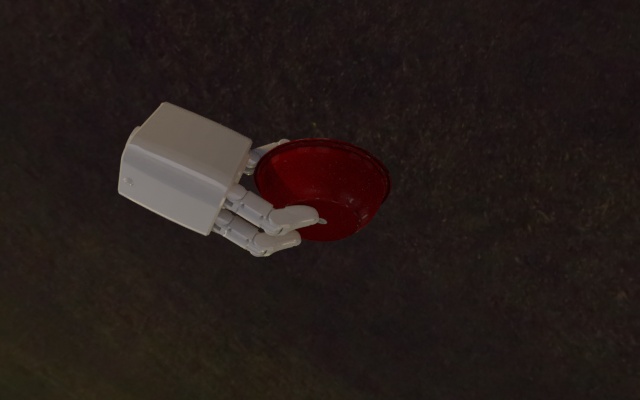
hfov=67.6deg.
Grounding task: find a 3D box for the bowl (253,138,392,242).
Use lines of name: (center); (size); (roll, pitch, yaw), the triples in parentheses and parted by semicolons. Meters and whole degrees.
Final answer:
bowl: (0.001, 0.002, 0.547); (0.162, 0.055, 0.162); (3, -34, 2)
